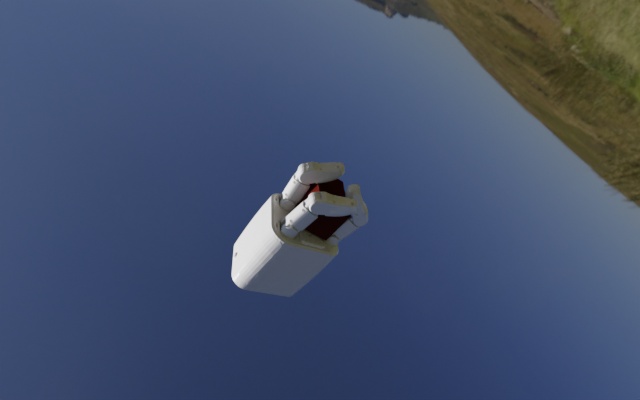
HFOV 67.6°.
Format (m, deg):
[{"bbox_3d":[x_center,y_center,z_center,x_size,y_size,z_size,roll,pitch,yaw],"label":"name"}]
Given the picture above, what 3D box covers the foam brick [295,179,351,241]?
[{"bbox_3d":[0.000,0.002,0.638,0.053,0.051,0.078,30,28,-25],"label":"foam brick"}]
